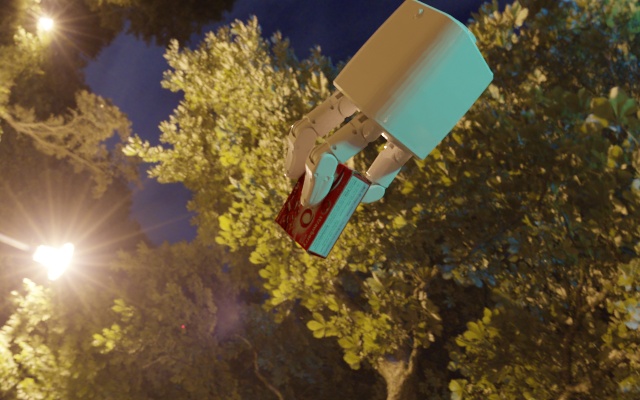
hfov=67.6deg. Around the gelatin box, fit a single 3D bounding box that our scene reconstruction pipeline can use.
[{"bbox_3d":[0.000,0.002,0.472,0.030,0.089,0.073,27,6,-37],"label":"gelatin box"}]
